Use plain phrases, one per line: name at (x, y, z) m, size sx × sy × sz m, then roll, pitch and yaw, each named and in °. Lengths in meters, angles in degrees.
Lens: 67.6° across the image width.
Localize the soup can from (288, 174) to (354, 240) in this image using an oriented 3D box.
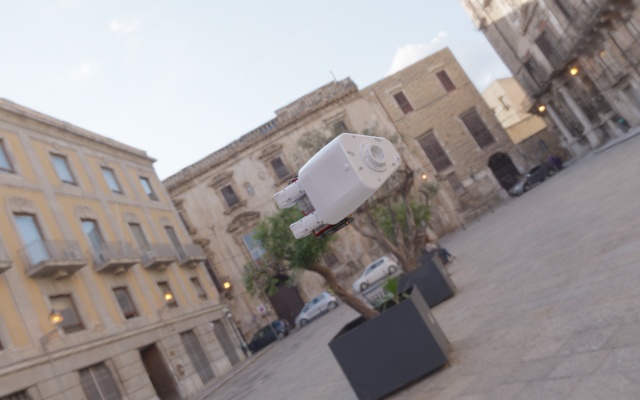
soup can at (0.000, 0.002, 0.766) m, size 0.068 × 0.102 × 0.068 m, roll -28°, pitch -10°, yaw -6°
